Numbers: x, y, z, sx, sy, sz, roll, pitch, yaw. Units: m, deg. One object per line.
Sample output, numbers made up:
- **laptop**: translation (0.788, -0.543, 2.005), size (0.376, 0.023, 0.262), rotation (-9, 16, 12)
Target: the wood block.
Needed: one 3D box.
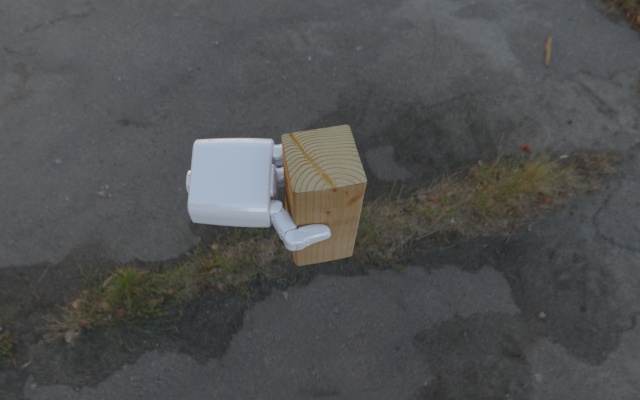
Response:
- **wood block**: translation (0.000, 0.002, 0.658), size (0.090, 0.090, 0.206), rotation (-9, -30, -7)
